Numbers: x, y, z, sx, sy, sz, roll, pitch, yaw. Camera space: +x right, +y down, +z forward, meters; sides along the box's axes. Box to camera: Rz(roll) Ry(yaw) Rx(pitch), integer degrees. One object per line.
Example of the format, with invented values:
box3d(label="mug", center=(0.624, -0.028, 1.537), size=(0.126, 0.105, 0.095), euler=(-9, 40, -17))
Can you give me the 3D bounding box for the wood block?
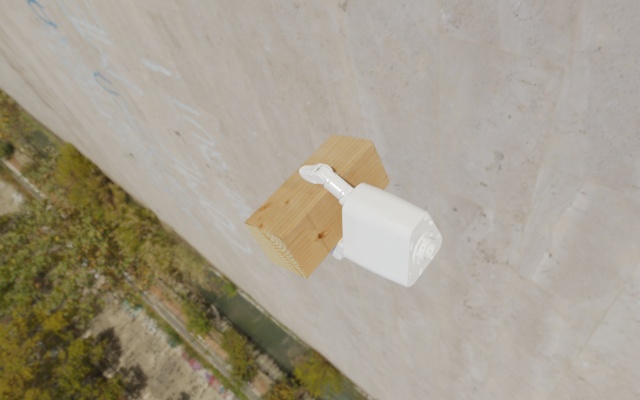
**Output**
box3d(label="wood block", center=(0.000, 0.002, 0.717), size=(0.090, 0.091, 0.206), euler=(17, 55, 45))
